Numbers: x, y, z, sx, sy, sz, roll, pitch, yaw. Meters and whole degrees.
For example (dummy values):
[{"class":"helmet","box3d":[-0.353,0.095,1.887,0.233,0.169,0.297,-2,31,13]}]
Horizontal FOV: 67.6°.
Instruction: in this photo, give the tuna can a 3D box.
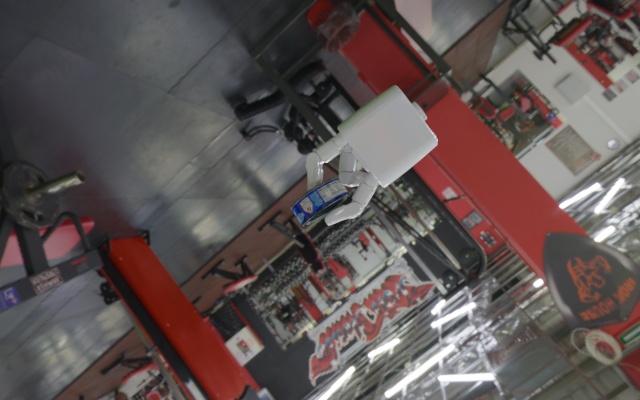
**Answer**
[{"class":"tuna can","box3d":[0.000,0.003,0.709,0.086,0.033,0.086,-33,-8,-5]}]
